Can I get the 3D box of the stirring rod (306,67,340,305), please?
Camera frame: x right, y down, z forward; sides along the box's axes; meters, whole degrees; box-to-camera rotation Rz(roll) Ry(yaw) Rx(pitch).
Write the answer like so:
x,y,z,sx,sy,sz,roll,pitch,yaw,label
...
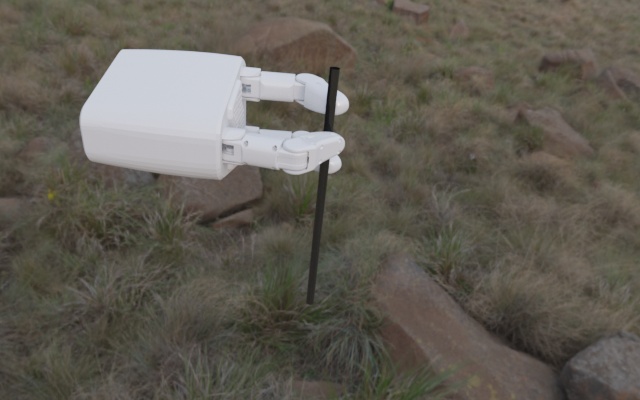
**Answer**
x,y,z,sx,sy,sz,roll,pitch,yaw,label
0.000,0.001,0.427,0.011,0.240,0.011,4,31,-3,stirring rod
